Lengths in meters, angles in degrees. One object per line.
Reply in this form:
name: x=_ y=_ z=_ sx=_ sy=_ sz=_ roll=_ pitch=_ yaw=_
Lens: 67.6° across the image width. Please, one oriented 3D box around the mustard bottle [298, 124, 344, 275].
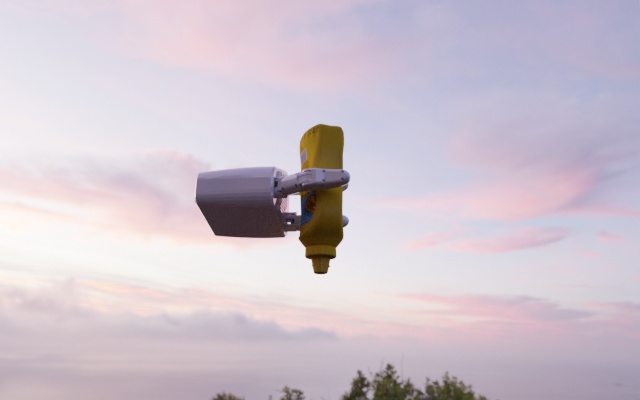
mustard bottle: x=0.000 y=0.002 z=0.638 sx=0.058 sy=0.191 sz=0.096 roll=6 pitch=-19 yaw=-17
